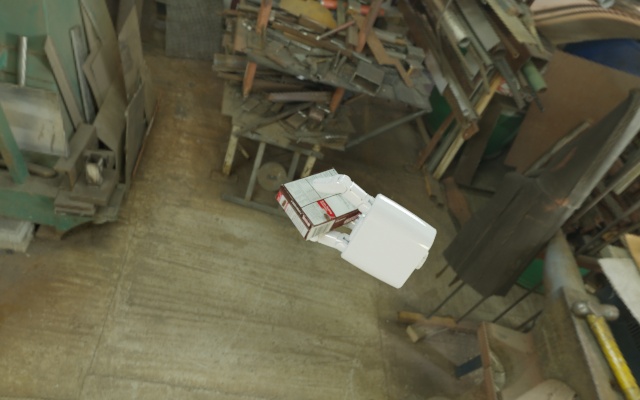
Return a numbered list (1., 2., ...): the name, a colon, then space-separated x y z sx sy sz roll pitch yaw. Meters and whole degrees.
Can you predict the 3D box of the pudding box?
1. pudding box: 0.000 0.002 0.754 0.113 0.090 0.039 -19 -29 -38
